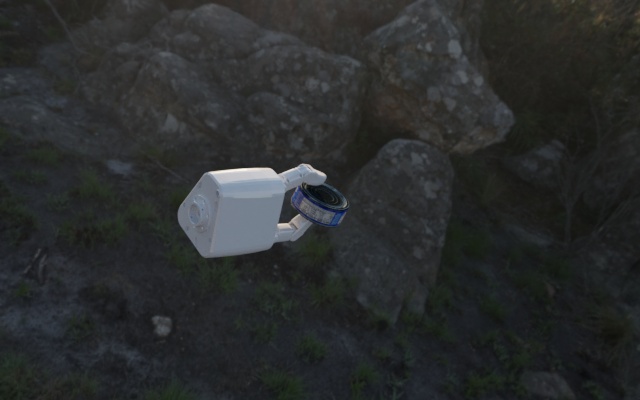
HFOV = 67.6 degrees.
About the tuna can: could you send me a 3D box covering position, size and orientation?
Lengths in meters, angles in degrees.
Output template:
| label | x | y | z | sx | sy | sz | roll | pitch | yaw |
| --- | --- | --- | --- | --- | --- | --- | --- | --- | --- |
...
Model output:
| label | x | y | z | sx | sy | sz | roll | pitch | yaw |
| --- | --- | --- | --- | --- | --- | --- | --- | --- | --- |
| tuna can | 0.000 | 0.002 | 0.727 | 0.086 | 0.034 | 0.086 | 23 | 24 | -11 |
